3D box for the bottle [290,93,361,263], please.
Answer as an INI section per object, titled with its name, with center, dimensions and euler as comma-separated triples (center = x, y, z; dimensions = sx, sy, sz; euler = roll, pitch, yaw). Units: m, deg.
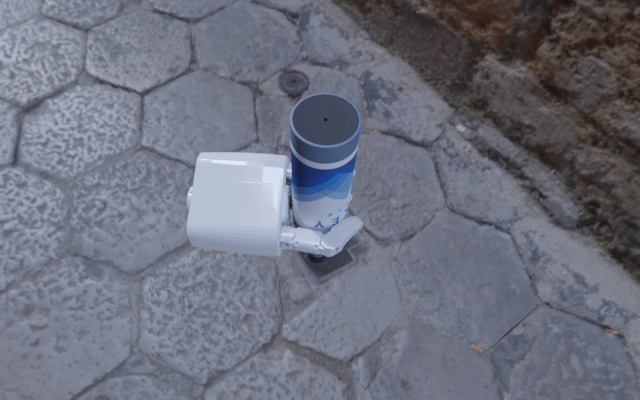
[bottle]
center = 0.000, 0.002, 0.565
dimensions = 0.069, 0.069, 0.296
euler = 0, -31, -2
